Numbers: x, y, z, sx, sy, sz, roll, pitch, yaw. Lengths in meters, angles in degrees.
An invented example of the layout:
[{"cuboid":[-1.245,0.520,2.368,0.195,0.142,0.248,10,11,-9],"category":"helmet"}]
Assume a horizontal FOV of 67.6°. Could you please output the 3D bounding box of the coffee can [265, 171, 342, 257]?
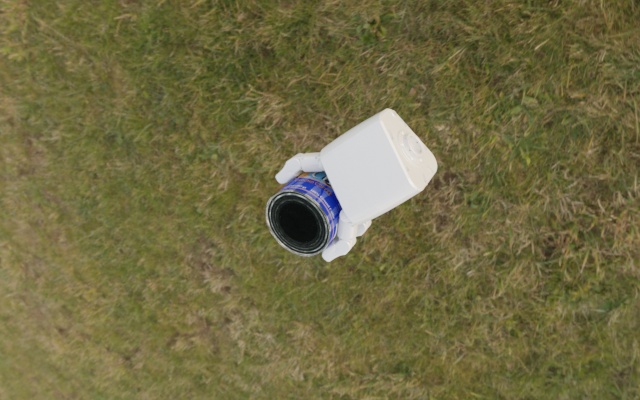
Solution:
[{"cuboid":[0.000,0.002,0.700,0.103,0.103,0.140,0,26,31],"category":"coffee can"}]
